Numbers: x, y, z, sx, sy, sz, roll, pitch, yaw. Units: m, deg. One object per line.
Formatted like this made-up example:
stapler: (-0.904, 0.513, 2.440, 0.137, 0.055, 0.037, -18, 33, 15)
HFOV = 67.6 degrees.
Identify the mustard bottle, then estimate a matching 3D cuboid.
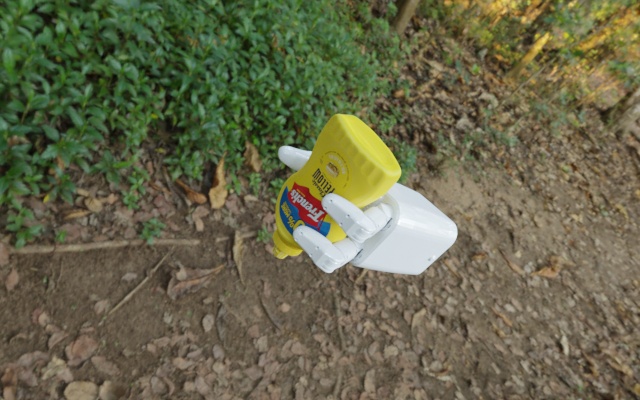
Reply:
mustard bottle: (0.000, 0.002, 0.544, 0.058, 0.096, 0.192, -10, -35, -51)
